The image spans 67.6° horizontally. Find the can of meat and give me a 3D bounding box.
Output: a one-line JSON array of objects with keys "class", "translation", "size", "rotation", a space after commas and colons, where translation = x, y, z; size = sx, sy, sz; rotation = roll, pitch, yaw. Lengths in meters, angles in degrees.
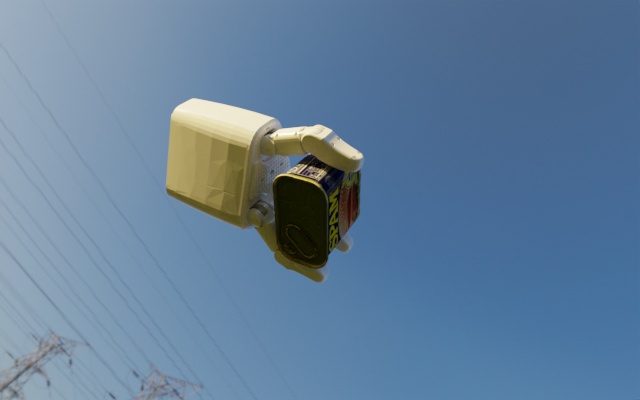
[{"class": "can of meat", "translation": [0.000, 0.001, 0.477], "size": [0.057, 0.102, 0.084], "rotation": [16, 38, 23]}]
